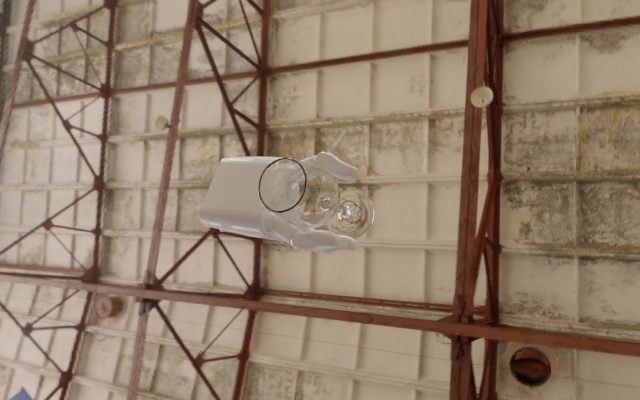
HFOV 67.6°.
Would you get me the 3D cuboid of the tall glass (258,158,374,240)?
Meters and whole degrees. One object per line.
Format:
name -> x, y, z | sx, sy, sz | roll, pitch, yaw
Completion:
tall glass -> 0.001, 0.002, 0.610 | 0.079, 0.079, 0.201 | 0, -11, 26
